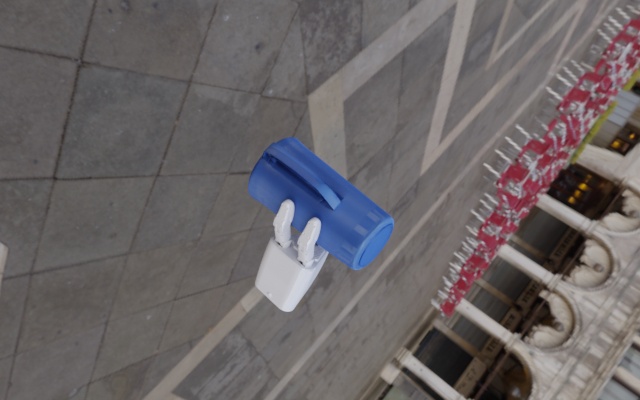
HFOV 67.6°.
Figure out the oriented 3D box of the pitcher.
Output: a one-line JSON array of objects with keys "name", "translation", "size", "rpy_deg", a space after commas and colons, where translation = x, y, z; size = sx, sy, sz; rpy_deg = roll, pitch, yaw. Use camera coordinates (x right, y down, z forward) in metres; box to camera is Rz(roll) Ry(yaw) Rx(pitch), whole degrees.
[{"name": "pitcher", "translation": [0.000, 0.003, 0.812], "size": [0.242, 0.145, 0.149], "rpy_deg": [37, 30, 22]}]
